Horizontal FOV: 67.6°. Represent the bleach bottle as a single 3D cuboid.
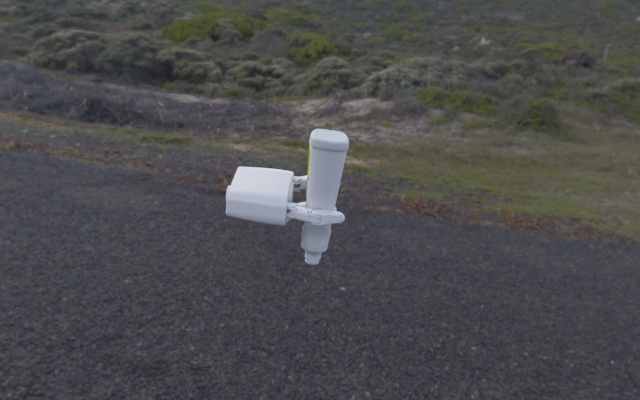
[{"bbox_3d":[0.000,0.003,0.869,0.068,0.251,0.102,7,19,-2],"label":"bleach bottle"}]
